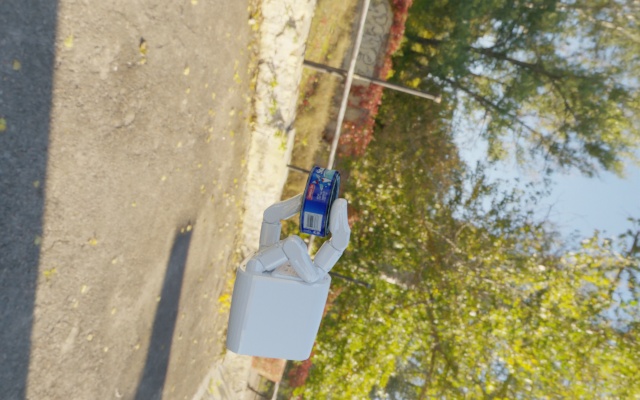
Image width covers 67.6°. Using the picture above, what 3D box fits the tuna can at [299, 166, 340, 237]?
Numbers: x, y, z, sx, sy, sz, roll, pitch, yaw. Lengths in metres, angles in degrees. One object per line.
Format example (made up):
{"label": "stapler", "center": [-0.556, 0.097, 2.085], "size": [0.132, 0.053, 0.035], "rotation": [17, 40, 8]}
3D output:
{"label": "tuna can", "center": [0.001, 0.002, 0.595], "size": [0.034, 0.086, 0.086], "rotation": [12, 1, 7]}
